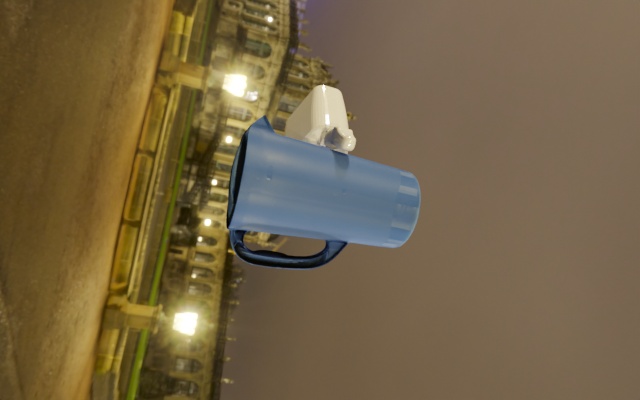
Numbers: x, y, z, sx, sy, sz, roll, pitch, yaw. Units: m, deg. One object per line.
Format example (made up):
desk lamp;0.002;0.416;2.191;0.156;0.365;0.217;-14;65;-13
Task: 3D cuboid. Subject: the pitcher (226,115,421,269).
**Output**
pitcher;0.000;0.002;0.630;0.243;0.145;0.149;11;-46;-15
